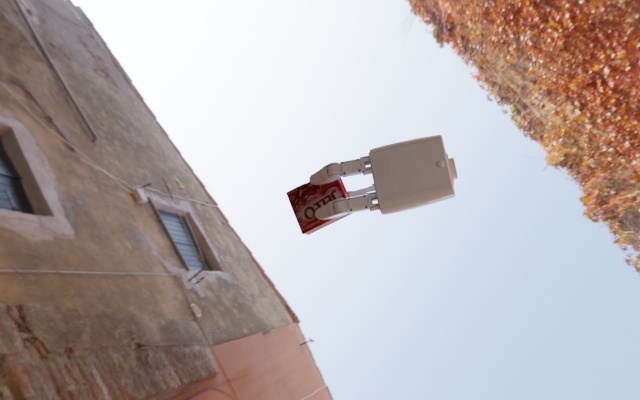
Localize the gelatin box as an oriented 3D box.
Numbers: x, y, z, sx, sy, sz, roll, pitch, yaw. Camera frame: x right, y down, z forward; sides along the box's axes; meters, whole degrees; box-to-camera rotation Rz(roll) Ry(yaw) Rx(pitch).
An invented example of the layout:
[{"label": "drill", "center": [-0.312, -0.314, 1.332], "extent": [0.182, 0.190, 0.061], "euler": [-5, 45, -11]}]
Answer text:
[{"label": "gelatin box", "center": [0.000, 0.003, 0.742], "extent": [0.089, 0.073, 0.030], "euler": [-27, -16, 15]}]
